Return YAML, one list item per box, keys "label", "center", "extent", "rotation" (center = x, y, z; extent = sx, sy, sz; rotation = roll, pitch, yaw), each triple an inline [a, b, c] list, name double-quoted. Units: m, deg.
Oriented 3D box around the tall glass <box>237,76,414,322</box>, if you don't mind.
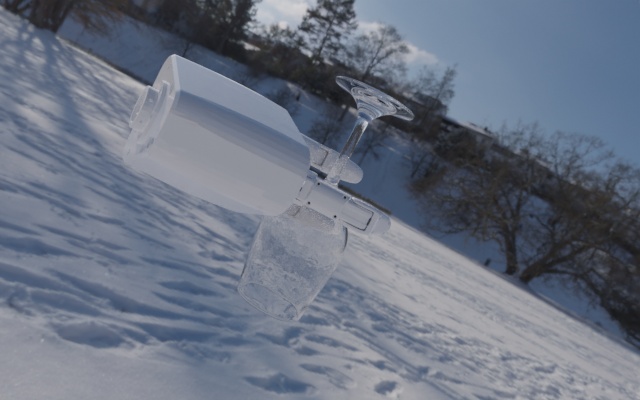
- label: "tall glass"
  center: [0.001, 0.001, 0.410]
  extent: [0.079, 0.201, 0.079]
  rotation: [27, 4, -2]
